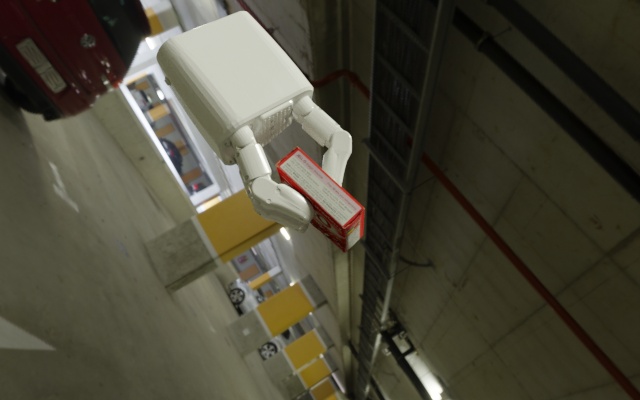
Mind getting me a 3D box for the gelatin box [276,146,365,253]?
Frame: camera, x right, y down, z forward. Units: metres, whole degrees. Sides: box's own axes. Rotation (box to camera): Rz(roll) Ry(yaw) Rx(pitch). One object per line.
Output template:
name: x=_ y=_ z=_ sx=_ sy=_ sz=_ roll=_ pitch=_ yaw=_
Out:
gelatin box: x=0.001 y=0.001 z=0.448 sx=0.089 sy=0.030 sz=0.073 roll=43 pitch=-14 yaw=18
